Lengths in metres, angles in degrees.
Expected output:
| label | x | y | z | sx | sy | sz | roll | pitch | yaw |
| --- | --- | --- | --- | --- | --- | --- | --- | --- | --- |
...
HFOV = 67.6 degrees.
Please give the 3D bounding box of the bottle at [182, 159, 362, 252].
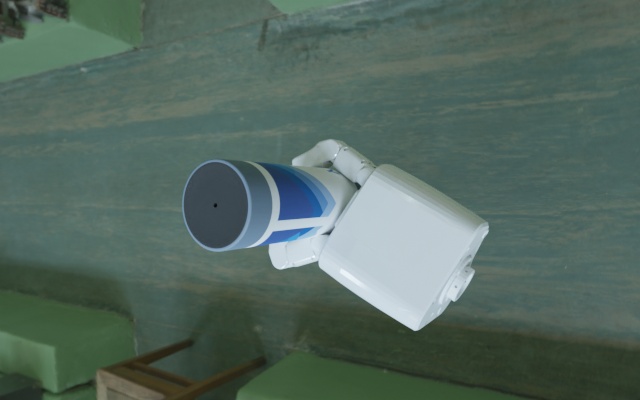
| label | x | y | z | sx | sy | sz | roll | pitch | yaw |
| --- | --- | --- | --- | --- | --- | --- | --- | --- | --- |
| bottle | 0.000 | 0.001 | 0.466 | 0.069 | 0.069 | 0.296 | 0 | 1 | 31 |
